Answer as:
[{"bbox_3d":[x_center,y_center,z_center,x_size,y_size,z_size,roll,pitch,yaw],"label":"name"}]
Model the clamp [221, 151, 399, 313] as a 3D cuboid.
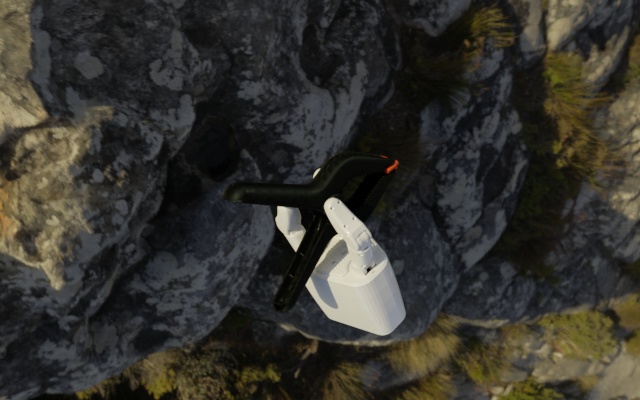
[{"bbox_3d":[0.001,0.002,0.511,0.210,0.165,0.036,-41,39,-20],"label":"clamp"}]
